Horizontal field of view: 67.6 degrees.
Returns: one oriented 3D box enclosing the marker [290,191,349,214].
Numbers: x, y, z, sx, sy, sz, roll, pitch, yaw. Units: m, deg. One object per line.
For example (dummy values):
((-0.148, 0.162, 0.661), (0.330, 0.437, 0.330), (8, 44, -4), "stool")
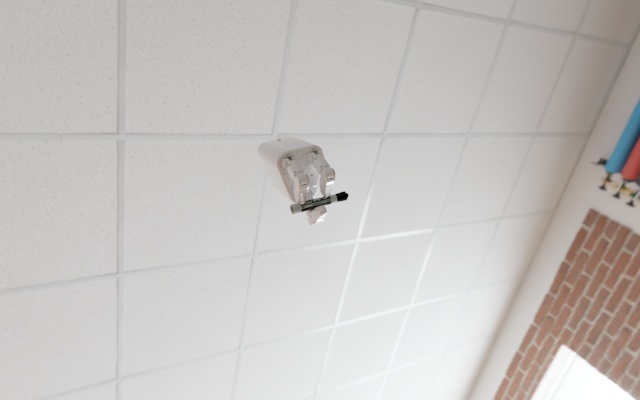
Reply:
((0.000, 0.003, 0.897), (0.121, 0.020, 0.020), (-15, 7, -27), "marker")
